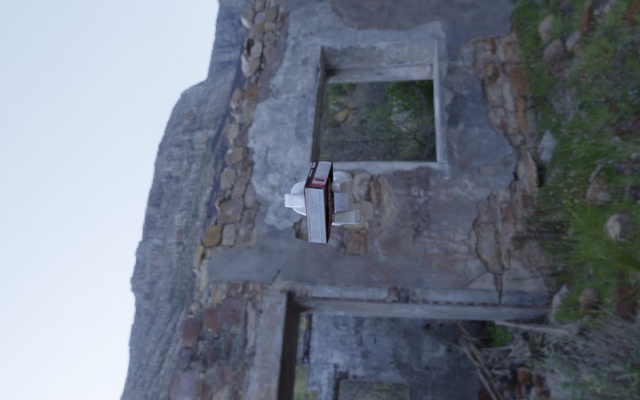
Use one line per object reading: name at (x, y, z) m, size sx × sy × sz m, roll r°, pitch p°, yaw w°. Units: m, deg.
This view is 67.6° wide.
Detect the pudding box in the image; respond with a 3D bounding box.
pudding box at (0.000, 0.003, 0.798) m, size 0.039 × 0.114 × 0.090 m, roll 0°, pitch 33°, yaw 10°
